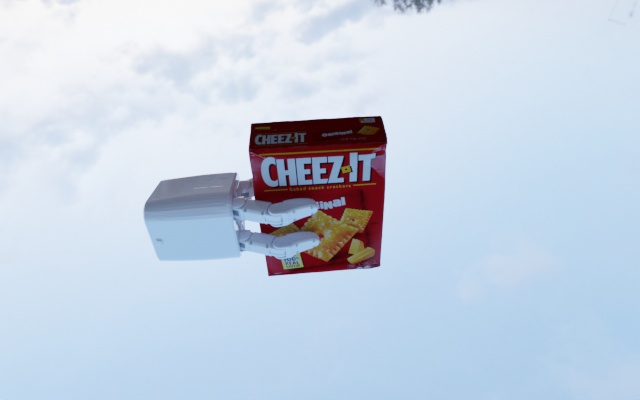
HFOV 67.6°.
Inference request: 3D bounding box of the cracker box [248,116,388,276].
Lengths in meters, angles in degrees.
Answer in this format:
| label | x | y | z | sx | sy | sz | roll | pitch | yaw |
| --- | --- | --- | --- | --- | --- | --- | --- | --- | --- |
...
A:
| label | x | y | z | sx | sy | sz | roll | pitch | yaw |
| --- | --- | --- | --- | --- | --- | --- | --- | --- | --- |
| cracker box | 0.000 | 0.002 | 0.629 | 0.164 | 0.214 | 0.072 | -4 | 40 | -1 |
